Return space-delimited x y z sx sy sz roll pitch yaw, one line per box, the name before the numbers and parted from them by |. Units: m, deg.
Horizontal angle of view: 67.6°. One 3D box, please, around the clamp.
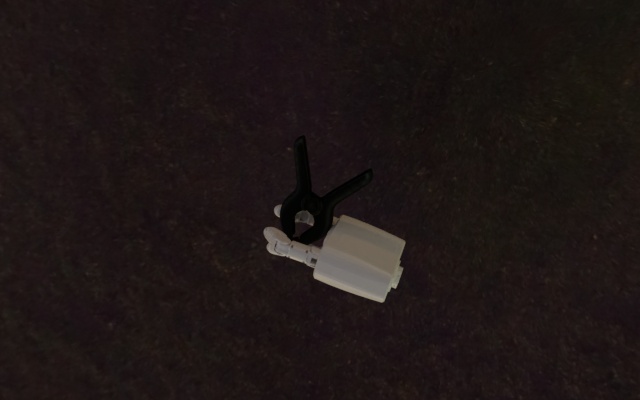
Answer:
clamp | 0.000 0.003 0.694 0.120 0.171 0.039 20 19 9
